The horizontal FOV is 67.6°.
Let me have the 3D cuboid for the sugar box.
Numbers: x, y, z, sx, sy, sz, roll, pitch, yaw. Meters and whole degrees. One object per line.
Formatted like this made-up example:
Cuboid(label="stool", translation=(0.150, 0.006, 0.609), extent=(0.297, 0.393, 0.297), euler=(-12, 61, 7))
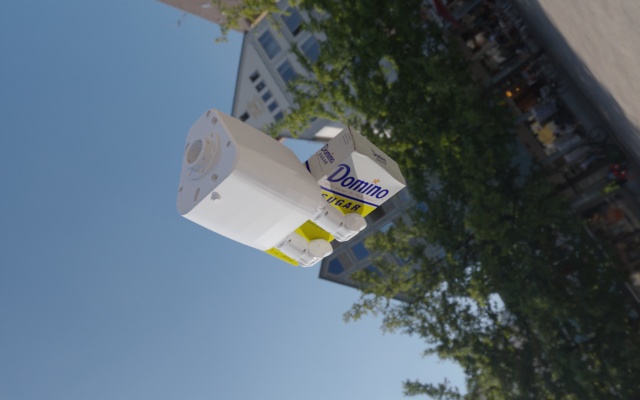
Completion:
Cuboid(label="sugar box", translation=(0.000, 0.002, 0.547), extent=(0.176, 0.048, 0.093), euler=(-37, -46, 26))
